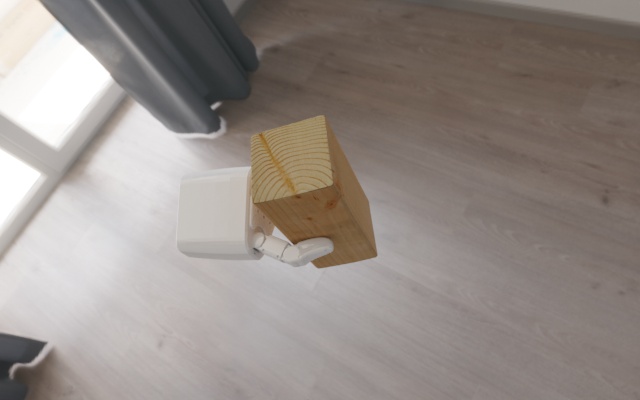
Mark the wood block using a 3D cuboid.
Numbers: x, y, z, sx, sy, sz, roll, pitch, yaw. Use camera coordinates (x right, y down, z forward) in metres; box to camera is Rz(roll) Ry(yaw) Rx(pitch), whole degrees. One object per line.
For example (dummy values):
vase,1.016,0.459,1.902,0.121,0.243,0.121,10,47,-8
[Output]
wood block,0.000,0.002,0.583,0.090,0.090,0.206,-13,-30,14
